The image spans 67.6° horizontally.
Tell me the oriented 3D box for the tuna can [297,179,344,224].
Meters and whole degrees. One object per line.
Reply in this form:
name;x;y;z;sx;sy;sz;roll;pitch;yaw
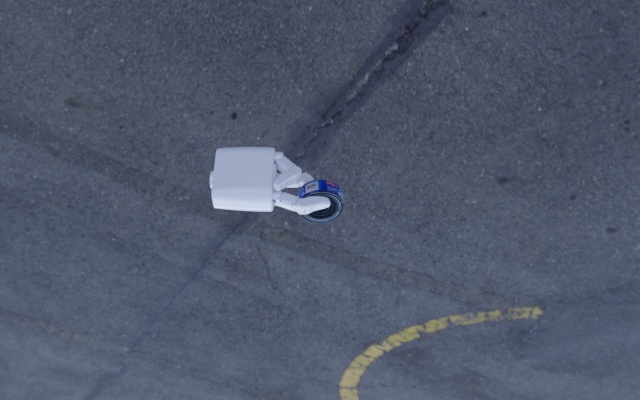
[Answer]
tuna can;0.000;0.003;0.877;0.086;0.086;0.033;-2;45;-2
